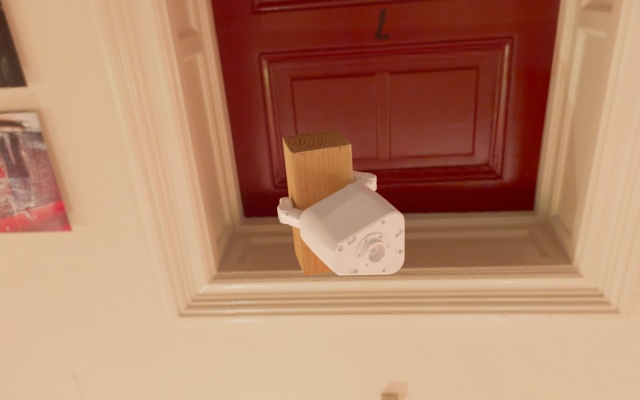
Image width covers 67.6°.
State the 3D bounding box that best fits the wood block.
[{"bbox_3d":[0.000,0.003,0.756,0.091,0.206,0.090,-9,25,-10],"label":"wood block"}]
